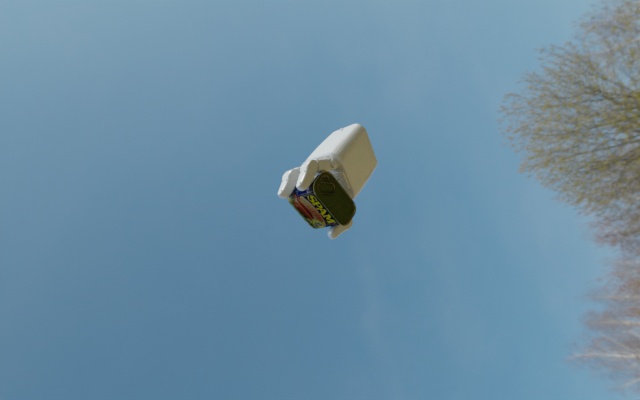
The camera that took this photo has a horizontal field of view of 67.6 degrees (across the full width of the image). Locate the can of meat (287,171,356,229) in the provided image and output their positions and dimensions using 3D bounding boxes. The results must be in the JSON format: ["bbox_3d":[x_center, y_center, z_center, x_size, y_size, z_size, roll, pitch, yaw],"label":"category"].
[{"bbox_3d":[0.000,0.003,0.869,0.084,0.102,0.057,-14,33,49],"label":"can of meat"}]
